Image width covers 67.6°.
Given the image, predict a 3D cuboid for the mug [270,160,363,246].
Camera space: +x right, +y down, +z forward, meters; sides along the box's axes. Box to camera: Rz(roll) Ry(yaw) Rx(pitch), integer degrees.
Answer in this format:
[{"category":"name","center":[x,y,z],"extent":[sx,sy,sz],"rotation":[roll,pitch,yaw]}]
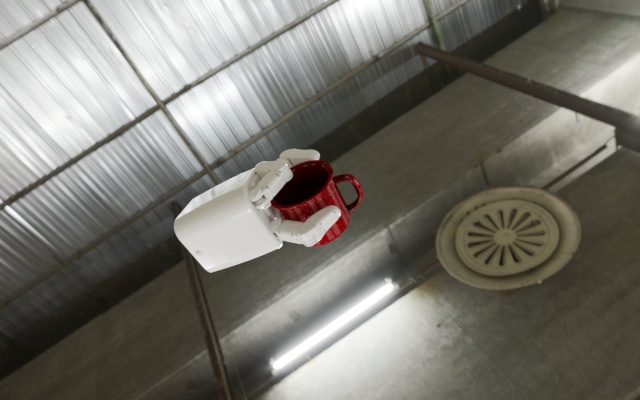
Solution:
[{"category":"mug","center":[0.002,0.002,0.634],"extent":[0.117,0.081,0.093],"rotation":[-22,35,11]}]
